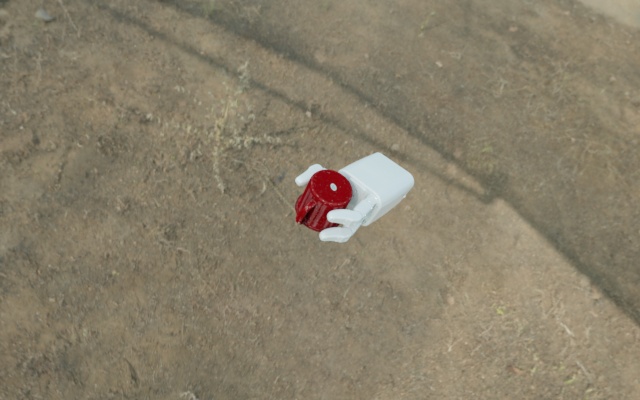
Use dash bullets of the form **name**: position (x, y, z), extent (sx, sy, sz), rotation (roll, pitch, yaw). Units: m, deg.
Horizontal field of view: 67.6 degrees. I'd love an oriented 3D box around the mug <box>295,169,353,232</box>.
- **mug**: position (-0.001, 0.003, 0.858), extent (0.117, 0.093, 0.081), rotation (-32, -19, -35)
